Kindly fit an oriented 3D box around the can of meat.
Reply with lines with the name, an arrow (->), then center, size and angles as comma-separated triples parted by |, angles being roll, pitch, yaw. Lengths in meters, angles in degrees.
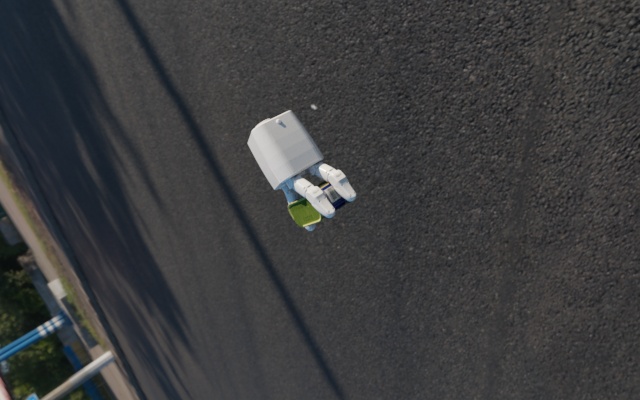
can of meat -> 0.000, 0.003, 0.867 | 0.084, 0.057, 0.102 | -32, 5, -32
